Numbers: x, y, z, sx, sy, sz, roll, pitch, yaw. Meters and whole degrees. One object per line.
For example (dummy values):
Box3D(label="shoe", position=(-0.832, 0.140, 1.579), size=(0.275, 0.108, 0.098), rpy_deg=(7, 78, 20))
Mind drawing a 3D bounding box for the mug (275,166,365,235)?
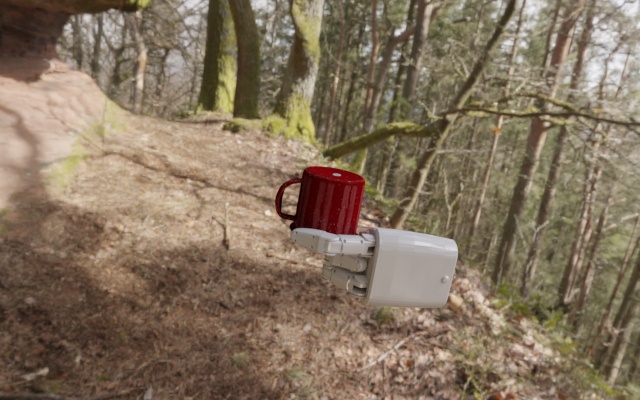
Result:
Box3D(label="mug", position=(-0.001, 0.002, 0.614), size=(0.117, 0.081, 0.093), rpy_deg=(7, 15, -11))
